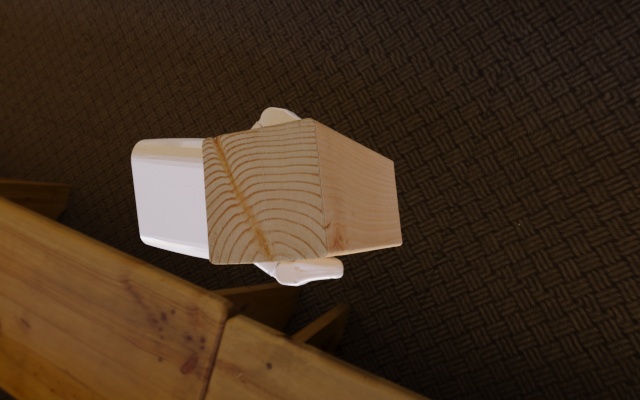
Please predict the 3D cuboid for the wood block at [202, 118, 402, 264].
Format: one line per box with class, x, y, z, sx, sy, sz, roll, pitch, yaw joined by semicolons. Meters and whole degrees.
wood block;0.000;0.002;0.408;0.090;0.091;0.206;-7;-5;22
